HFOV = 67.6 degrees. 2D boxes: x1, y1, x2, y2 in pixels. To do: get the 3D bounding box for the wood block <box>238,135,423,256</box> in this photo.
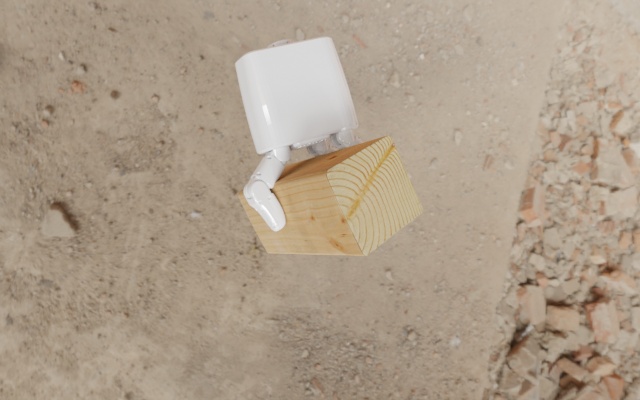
[{"bbox_3d":[0.000,0.002,0.541,0.091,0.090,0.206,-32,12,-30],"label":"wood block"}]
